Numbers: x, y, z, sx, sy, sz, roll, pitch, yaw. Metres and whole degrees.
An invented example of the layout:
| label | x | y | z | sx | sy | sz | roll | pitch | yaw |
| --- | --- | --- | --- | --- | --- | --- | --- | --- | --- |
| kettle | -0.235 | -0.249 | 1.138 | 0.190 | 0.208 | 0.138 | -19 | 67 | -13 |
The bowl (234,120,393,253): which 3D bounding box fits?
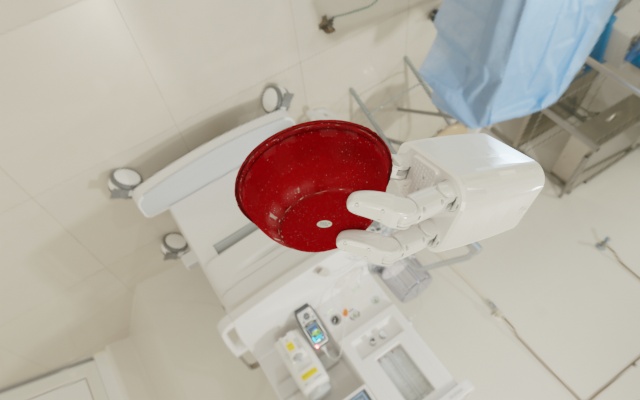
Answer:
| label | x | y | z | sx | sy | sz | roll | pitch | yaw |
| --- | --- | --- | --- | --- | --- | --- | --- | --- | --- |
| bowl | -0.001 | 0.002 | 0.463 | 0.162 | 0.055 | 0.162 | -9 | -41 | -8 |
